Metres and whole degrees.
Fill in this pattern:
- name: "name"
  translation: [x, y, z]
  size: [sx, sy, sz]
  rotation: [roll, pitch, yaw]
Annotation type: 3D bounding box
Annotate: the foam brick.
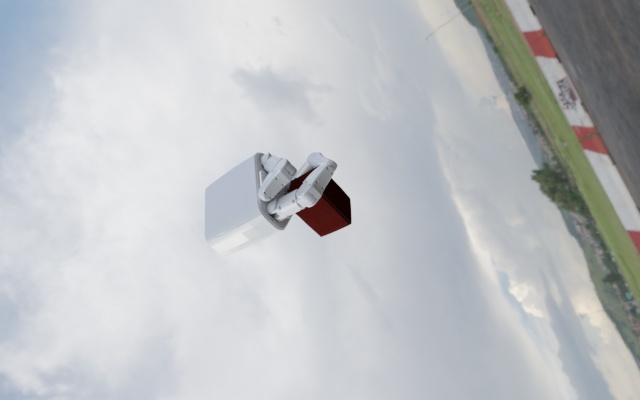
- name: "foam brick"
  translation: [0.000, 0.002, 0.655]
  size: [0.051, 0.053, 0.078]
  rotation: [-28, -55, 26]
